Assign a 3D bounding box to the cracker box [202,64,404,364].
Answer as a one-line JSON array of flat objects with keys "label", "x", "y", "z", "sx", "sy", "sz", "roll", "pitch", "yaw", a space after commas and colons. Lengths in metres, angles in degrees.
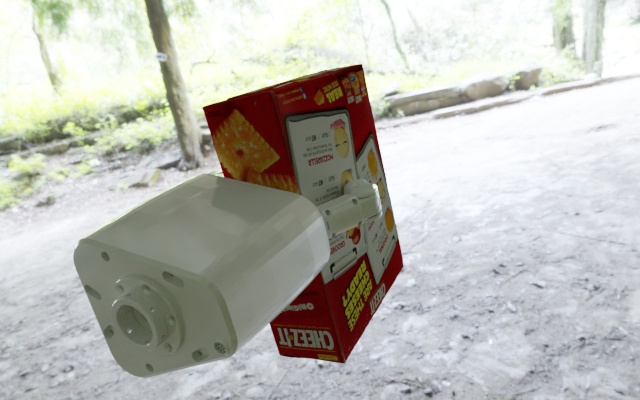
[{"label": "cracker box", "x": 0.000, "y": 0.001, "z": 0.419, "sx": 0.072, "sy": 0.214, "sz": 0.164, "roll": -4, "pitch": 19, "yaw": 29}]
